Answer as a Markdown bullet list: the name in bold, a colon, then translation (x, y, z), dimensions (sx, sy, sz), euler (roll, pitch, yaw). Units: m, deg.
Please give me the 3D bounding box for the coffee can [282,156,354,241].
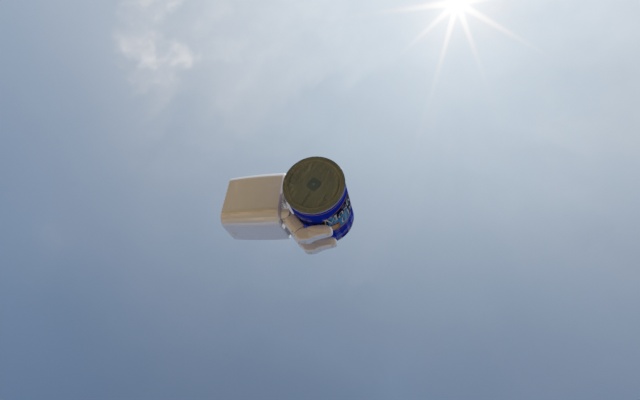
- **coffee can**: translation (0.000, 0.003, 0.824), dimensions (0.103, 0.102, 0.140), euler (0, -25, 10)
